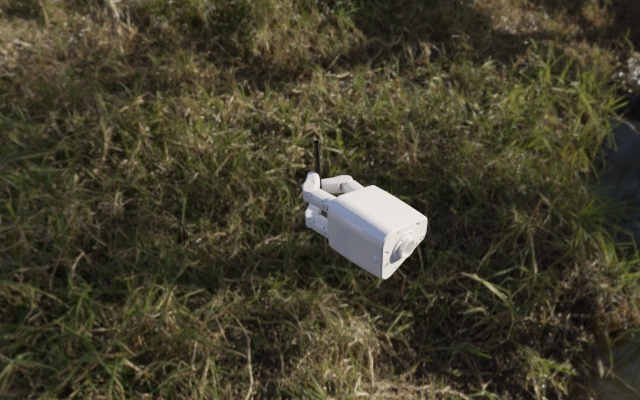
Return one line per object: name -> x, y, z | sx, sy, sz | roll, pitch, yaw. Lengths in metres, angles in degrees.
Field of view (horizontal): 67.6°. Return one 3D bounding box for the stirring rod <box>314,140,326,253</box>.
stirring rod -> 0.000, 0.003, 0.805 | 0.011, 0.240, 0.011 | -2, 40, 2
